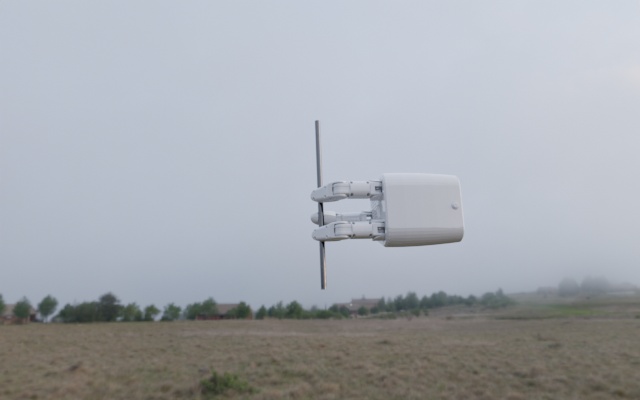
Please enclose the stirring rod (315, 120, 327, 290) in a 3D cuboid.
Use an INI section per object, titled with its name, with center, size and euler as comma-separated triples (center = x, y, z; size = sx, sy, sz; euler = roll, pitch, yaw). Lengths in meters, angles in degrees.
[stirring rod]
center = 0.000, 0.002, 0.667
size = 0.011, 0.239, 0.011
euler = -2, -12, 0
